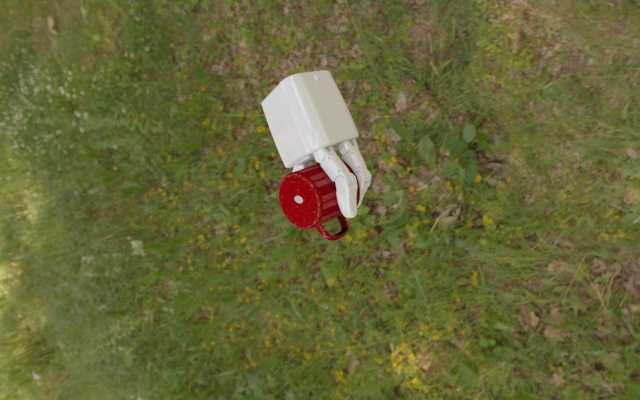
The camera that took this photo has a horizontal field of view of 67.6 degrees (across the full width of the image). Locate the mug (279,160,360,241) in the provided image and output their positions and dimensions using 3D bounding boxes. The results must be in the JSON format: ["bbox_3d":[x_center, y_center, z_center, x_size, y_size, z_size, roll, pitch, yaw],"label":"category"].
[{"bbox_3d":[0.000,0.004,0.675,0.081,0.117,0.093,-22,-2,-45],"label":"mug"}]
